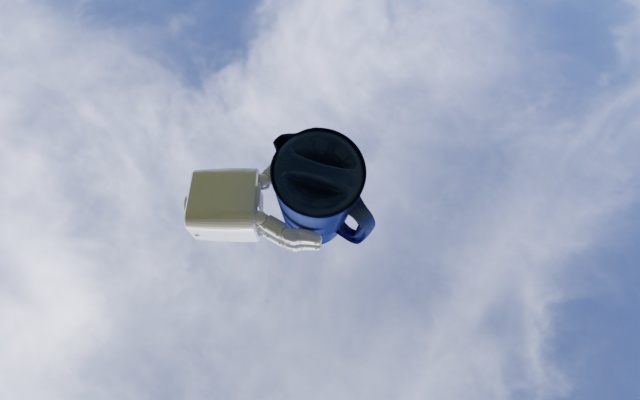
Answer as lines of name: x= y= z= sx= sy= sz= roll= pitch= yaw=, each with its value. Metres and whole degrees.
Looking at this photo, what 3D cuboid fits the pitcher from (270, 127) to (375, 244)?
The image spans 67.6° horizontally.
pitcher: x=0.000 y=0.002 z=0.759 sx=0.145 sy=0.149 sz=0.243 roll=-2 pitch=-18 yaw=-2
